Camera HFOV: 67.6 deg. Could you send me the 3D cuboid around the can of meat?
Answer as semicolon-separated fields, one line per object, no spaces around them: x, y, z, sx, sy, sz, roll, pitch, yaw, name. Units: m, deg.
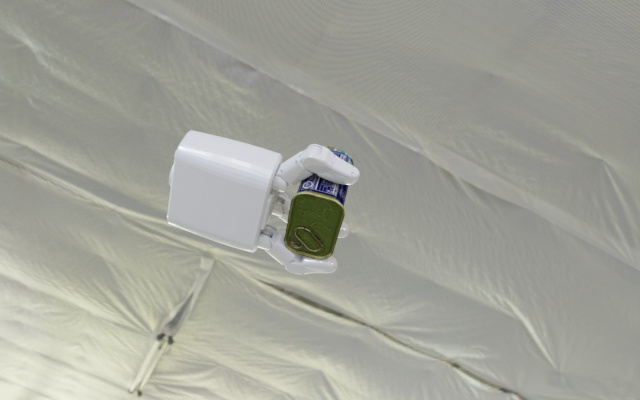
0.000;0.001;0.539;0.057;0.084;0.102;15;-44;1;can of meat
